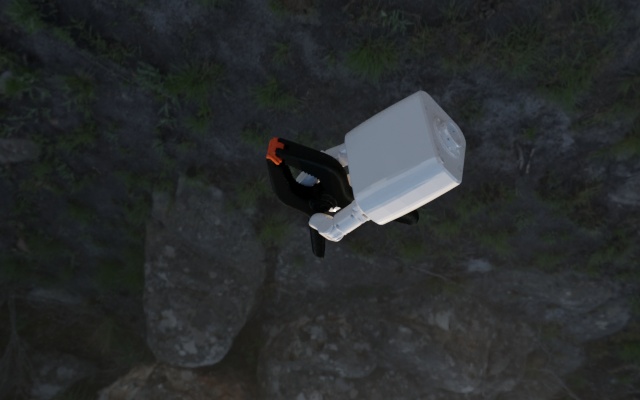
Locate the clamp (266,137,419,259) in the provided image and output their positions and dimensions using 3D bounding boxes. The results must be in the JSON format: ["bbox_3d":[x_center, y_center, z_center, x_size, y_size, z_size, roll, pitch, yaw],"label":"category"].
[{"bbox_3d":[0.000,0.002,0.605,0.164,0.036,0.210,-31,-53,33],"label":"clamp"}]
